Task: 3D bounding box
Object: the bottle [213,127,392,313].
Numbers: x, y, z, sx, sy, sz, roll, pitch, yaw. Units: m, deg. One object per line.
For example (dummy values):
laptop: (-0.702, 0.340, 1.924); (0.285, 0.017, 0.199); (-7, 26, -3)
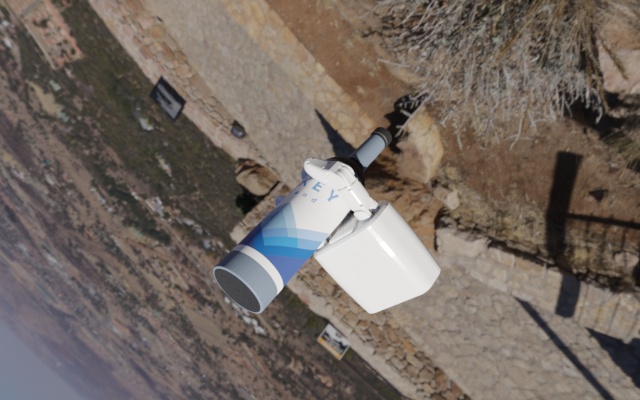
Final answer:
bottle: (0.000, 0.002, 0.564); (0.069, 0.069, 0.295); (0, 38, 47)
